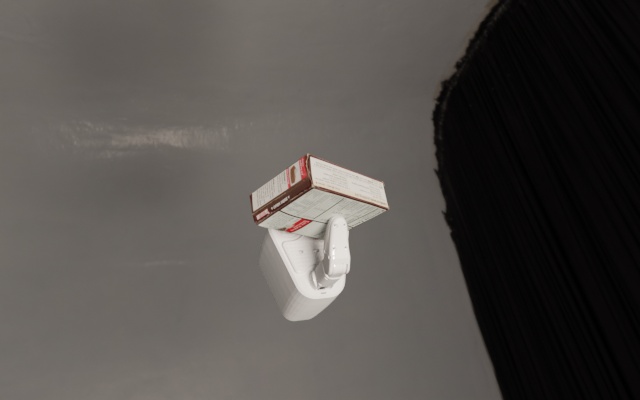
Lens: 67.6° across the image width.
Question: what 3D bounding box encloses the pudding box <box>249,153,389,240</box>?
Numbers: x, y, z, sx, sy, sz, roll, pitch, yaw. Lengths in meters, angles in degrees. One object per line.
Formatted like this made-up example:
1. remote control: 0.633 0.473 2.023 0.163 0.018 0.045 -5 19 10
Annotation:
1. pudding box: 0.000 0.002 0.484 0.113 0.039 0.090 14 -36 -43
